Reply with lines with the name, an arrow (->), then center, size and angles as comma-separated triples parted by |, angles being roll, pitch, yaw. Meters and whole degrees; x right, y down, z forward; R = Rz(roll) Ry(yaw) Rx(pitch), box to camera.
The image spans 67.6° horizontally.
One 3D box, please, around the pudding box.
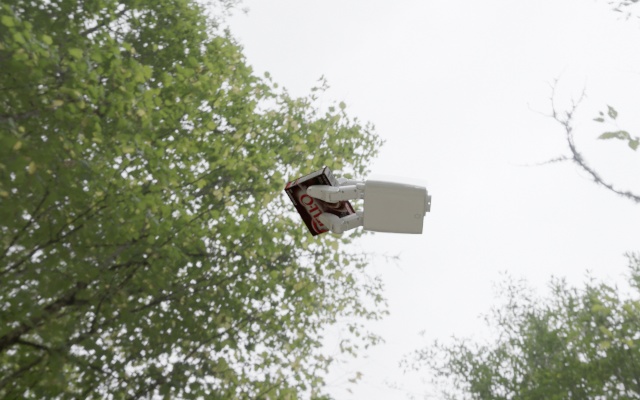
pudding box -> 0.000, 0.003, 0.881 | 0.090, 0.113, 0.039 | -22, 19, 25
